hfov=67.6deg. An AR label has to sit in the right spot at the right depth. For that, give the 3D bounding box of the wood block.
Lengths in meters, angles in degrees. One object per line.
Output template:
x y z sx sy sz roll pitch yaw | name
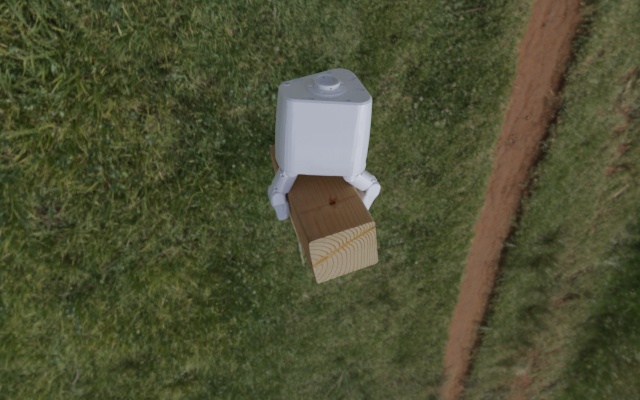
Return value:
0.000 0.002 0.689 0.091 0.090 0.206 -18 45 -7 | wood block
